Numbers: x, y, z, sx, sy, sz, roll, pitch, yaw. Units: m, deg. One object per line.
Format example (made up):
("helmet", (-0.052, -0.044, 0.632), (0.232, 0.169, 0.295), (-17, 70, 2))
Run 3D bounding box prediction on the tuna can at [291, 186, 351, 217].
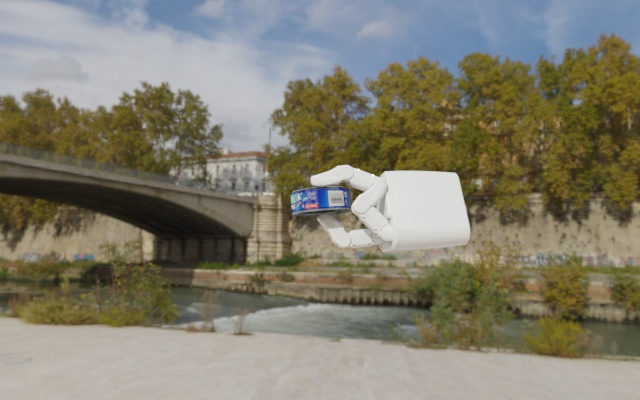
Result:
("tuna can", (0.000, 0.002, 0.685), (0.086, 0.033, 0.086), (-5, -6, 0))
